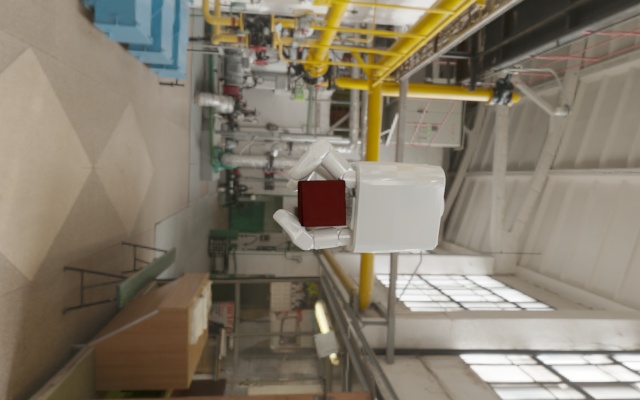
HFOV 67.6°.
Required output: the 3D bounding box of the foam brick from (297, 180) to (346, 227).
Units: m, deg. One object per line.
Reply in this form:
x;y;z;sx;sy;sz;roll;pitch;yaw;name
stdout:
0.000;0.002;0.564;0.051;0.053;0.078;0;3;-5;foam brick
